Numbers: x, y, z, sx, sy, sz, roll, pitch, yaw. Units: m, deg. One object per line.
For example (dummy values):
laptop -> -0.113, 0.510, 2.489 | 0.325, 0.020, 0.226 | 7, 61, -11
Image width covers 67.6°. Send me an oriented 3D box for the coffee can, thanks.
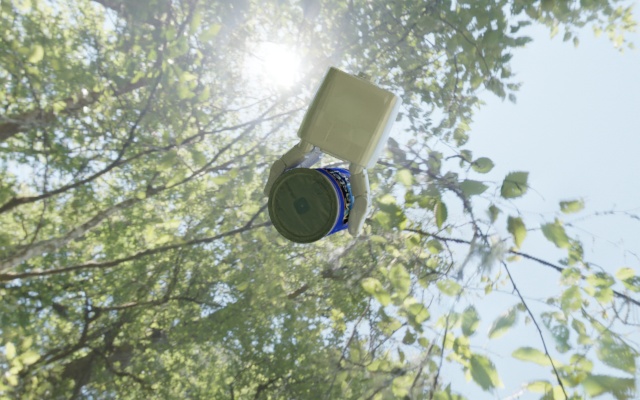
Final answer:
coffee can -> 0.000, 0.002, 0.700 | 0.103, 0.103, 0.140 | 0, 4, 21
